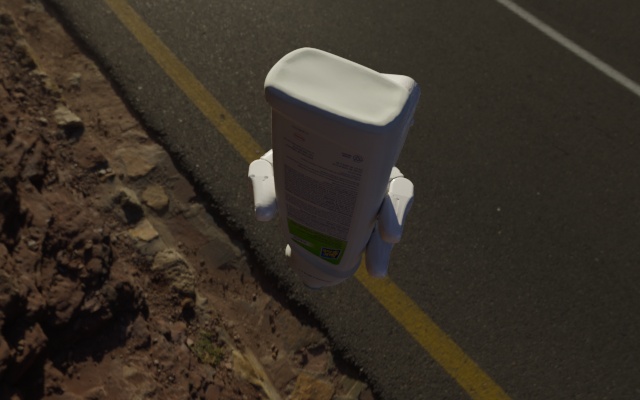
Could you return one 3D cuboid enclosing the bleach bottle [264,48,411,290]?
[{"bbox_3d":[0.000,0.001,0.419,0.102,0.068,0.251,25,-38,12],"label":"bleach bottle"}]
